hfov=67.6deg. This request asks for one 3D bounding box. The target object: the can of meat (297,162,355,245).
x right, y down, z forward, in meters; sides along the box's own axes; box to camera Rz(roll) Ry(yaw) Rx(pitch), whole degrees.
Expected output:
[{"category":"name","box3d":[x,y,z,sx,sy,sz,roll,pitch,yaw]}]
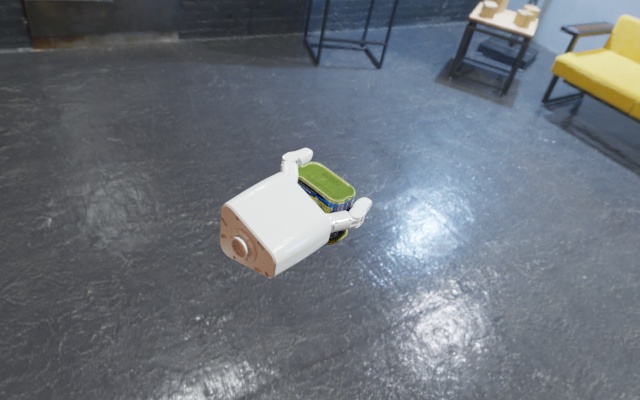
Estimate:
[{"category":"can of meat","box3d":[0.000,0.002,0.721,0.102,0.084,0.057,37,45,28]}]
